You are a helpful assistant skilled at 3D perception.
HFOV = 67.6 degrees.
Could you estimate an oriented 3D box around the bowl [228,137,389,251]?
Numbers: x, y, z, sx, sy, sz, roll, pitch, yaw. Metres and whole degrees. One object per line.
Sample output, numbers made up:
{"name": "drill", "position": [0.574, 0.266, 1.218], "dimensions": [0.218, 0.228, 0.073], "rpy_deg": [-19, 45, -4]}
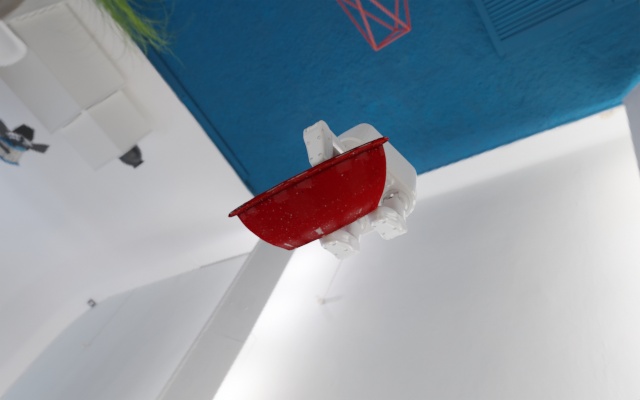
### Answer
{"name": "bowl", "position": [0.000, 0.002, 0.437], "dimensions": [0.162, 0.055, 0.162], "rpy_deg": [-26, 0, 0]}
